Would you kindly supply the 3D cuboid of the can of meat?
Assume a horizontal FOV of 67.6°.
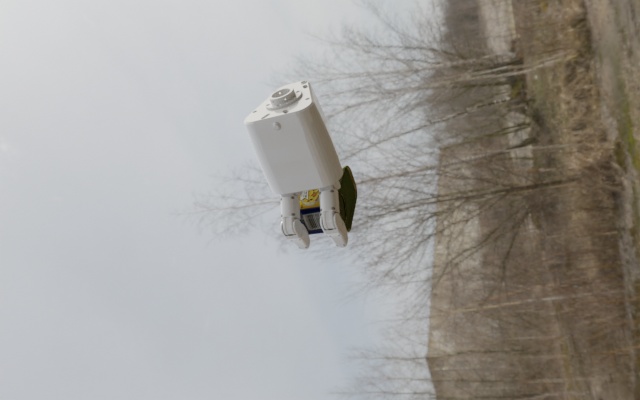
[{"bbox_3d":[0.000,0.002,0.671,0.084,0.057,0.102,-9,36,20],"label":"can of meat"}]
